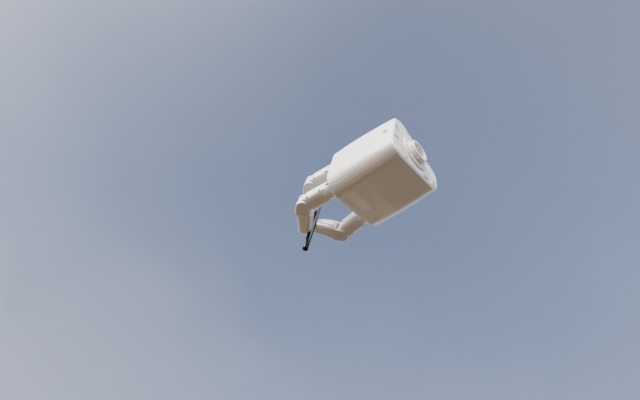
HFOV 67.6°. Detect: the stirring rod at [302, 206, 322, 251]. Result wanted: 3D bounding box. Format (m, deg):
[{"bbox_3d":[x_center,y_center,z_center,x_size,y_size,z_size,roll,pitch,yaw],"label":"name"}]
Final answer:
[{"bbox_3d":[0.000,0.003,0.756,0.011,0.011,0.239,0,32,12],"label":"stirring rod"}]
